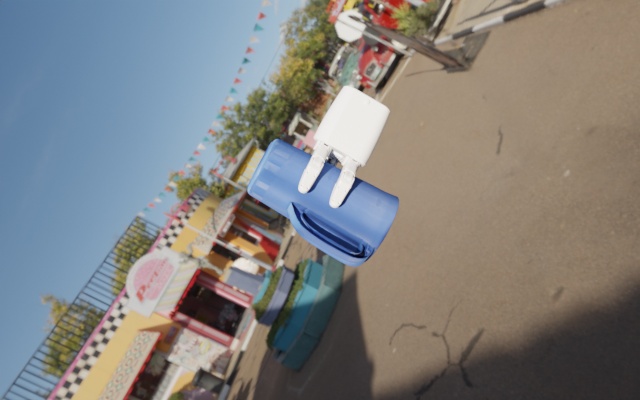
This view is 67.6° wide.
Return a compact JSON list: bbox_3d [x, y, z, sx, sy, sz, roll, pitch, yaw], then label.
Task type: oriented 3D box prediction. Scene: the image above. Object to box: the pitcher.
[{"bbox_3d":[0.000,0.003,0.815,0.243,0.145,0.149,29,-4,-6],"label":"pitcher"}]
